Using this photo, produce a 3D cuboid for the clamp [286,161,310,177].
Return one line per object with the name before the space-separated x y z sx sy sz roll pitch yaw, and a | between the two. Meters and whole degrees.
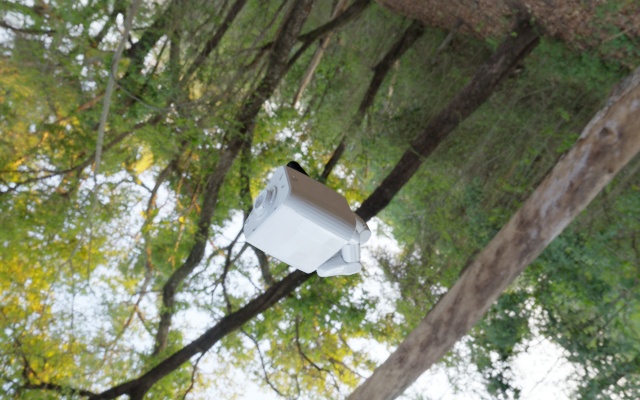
clamp | 0.000 0.003 0.748 0.120 0.039 0.171 32 15 -26
